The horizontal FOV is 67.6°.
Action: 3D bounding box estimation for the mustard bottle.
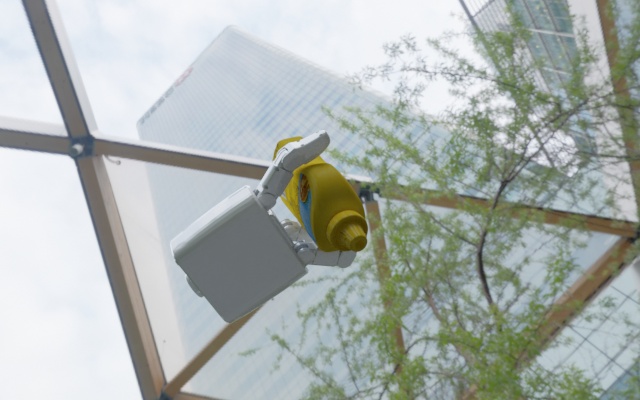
[{"bbox_3d":[0.000,0.001,0.526,0.058,0.096,0.191,-14,29,-17],"label":"mustard bottle"}]
